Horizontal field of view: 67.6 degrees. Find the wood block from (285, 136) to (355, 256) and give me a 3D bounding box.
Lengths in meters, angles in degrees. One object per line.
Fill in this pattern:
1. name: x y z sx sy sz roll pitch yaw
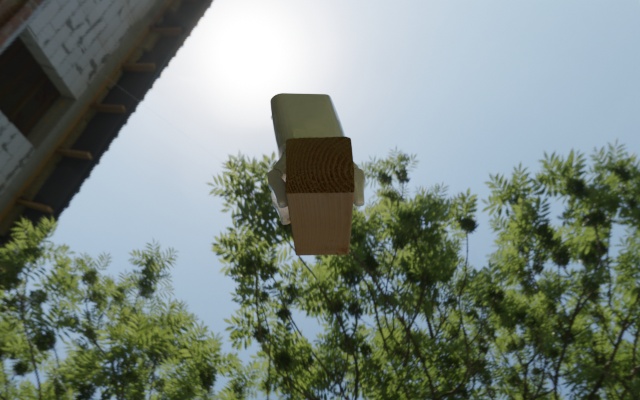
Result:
1. wood block: 0.000 0.002 0.715 0.091 0.090 0.206 -2 -29 0
